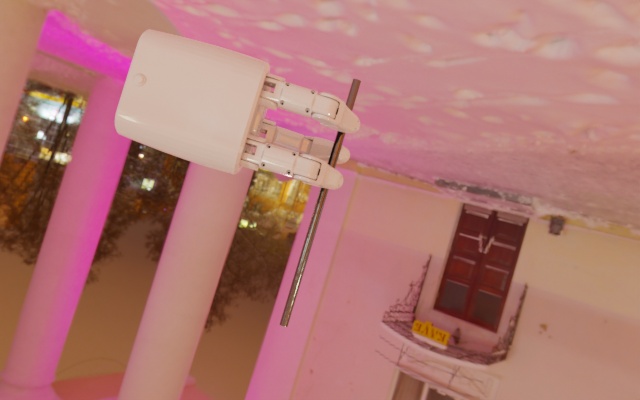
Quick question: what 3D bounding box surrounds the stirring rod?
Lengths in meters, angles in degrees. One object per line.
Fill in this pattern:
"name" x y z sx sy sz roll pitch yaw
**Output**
"stirring rod" 0.000 0.001 0.449 0.011 0.239 0.011 17 -2 0
